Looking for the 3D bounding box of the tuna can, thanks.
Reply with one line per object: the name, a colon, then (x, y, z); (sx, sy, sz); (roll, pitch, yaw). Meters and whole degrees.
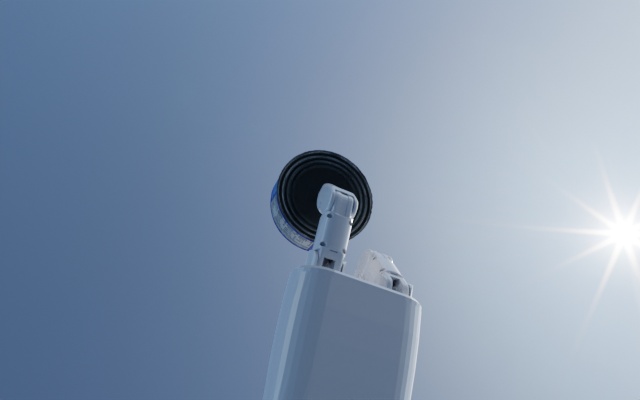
tuna can: (0.000, 0.002, 0.418); (0.086, 0.086, 0.034); (0, -22, -19)
